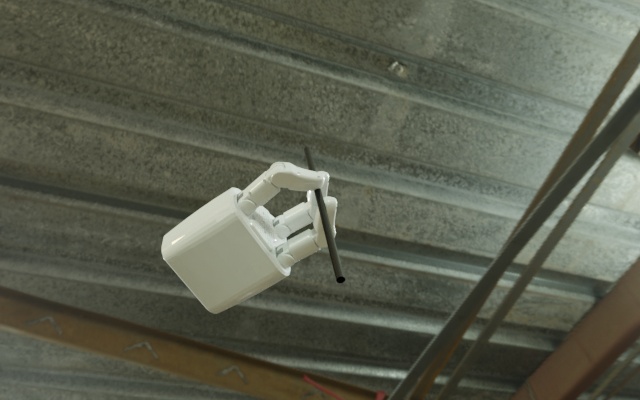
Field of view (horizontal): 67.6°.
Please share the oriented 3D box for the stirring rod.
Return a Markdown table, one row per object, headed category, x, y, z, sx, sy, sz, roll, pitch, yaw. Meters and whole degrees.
| category | x | y | z | sx | sy | sz | roll | pitch | yaw |
| --- | --- | --- | --- | --- | --- | --- | --- | --- | --- |
| stirring rod | 0.000 | 0.002 | 0.508 | 0.011 | 0.011 | 0.239 | 0 | 34 | -10 |
